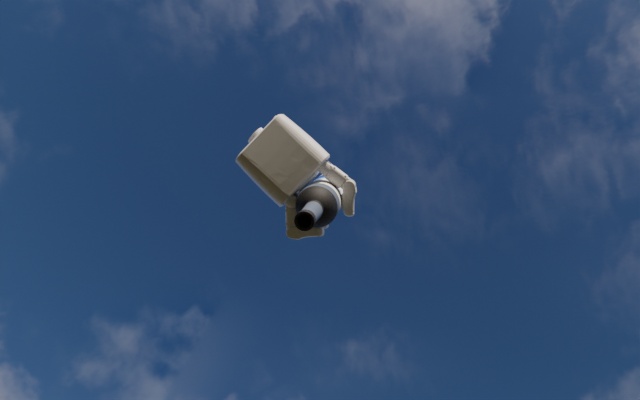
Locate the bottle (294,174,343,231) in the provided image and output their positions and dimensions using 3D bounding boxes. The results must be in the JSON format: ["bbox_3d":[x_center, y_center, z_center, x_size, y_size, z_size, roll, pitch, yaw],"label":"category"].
[{"bbox_3d":[0.000,0.003,0.768,0.069,0.069,0.295,0,10,8],"label":"bottle"}]
